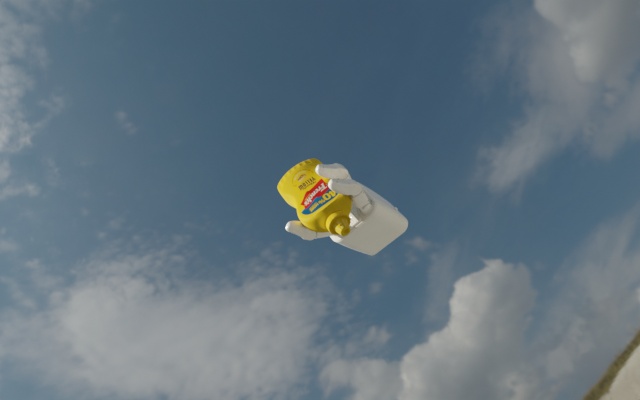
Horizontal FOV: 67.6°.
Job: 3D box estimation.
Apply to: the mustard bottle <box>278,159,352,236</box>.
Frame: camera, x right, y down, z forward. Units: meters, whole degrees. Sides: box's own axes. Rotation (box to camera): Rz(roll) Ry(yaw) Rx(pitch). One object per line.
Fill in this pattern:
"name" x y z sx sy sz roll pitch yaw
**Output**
"mustard bottle" 0.000 0.002 0.838 0.096 0.058 0.191 -35 42 -5
